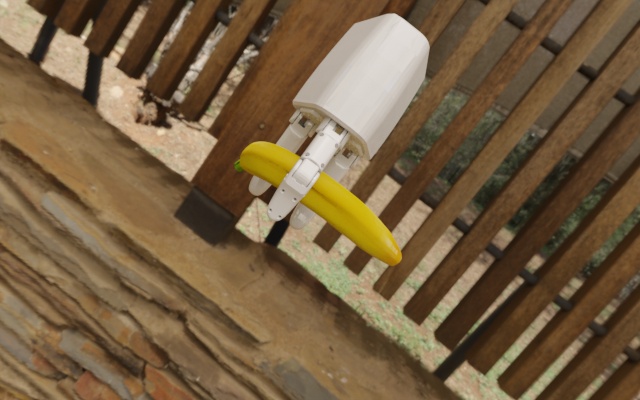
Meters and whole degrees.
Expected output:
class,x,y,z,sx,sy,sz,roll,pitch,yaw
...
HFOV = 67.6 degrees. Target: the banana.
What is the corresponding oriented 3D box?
class,x,y,z,sx,sy,sz,roll,pitch,yaw
banana,-0.005,-0.006,0.452,0.198,0.037,0.070,33,-11,15
